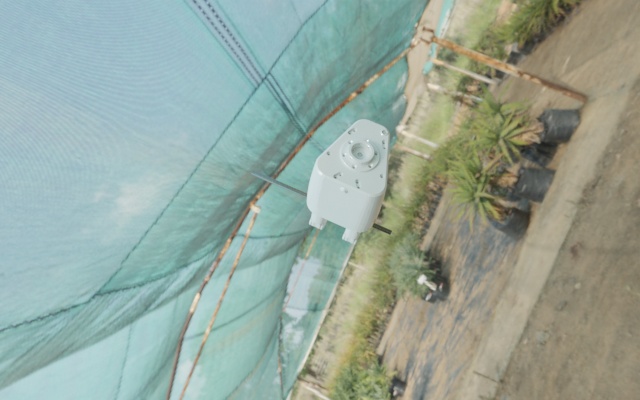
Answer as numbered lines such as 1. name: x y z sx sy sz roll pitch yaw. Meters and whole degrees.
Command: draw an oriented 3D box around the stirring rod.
1. stirring rod: 0.000 0.002 0.754 0.239 0.011 0.011 24 3 6
